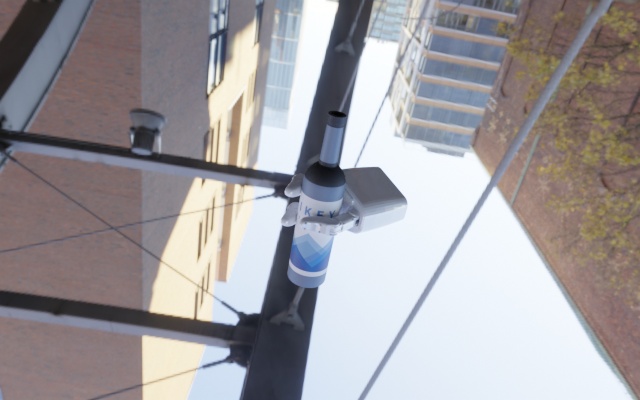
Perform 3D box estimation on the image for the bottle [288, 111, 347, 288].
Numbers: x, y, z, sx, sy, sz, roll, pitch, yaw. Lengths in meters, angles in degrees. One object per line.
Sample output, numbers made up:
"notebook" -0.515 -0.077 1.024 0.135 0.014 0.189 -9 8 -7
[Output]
"bottle" 0.000 0.003 0.759 0.069 0.296 0.069 8 28 -4
